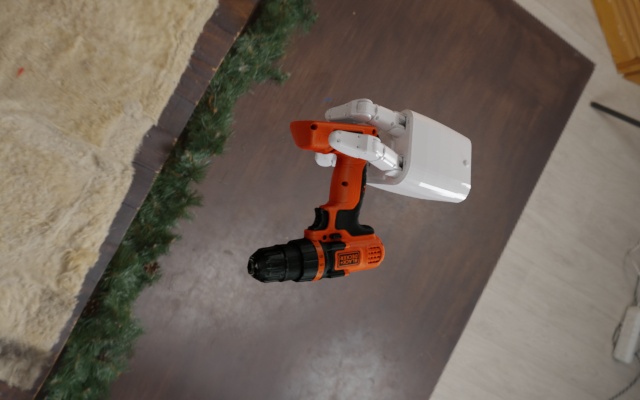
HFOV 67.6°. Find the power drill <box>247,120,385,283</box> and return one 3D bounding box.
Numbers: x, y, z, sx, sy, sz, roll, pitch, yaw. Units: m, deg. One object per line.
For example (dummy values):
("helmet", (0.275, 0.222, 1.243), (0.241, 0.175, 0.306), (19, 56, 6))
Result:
("power drill", (0.000, 0.001, 0.565), (0.184, 0.188, 0.057), (-3, 10, -36))
